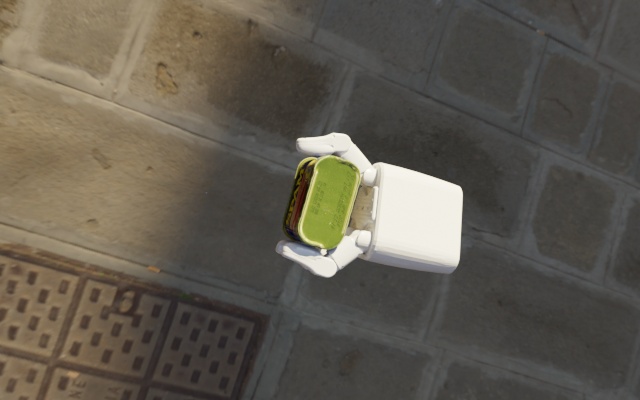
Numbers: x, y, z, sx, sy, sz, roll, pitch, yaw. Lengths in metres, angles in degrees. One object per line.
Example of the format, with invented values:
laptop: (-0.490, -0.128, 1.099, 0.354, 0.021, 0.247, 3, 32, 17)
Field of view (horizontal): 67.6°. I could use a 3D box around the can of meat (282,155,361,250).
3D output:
can of meat: (0.000, 0.002, 0.530, 0.057, 0.102, 0.084, 16, -3, -14)
